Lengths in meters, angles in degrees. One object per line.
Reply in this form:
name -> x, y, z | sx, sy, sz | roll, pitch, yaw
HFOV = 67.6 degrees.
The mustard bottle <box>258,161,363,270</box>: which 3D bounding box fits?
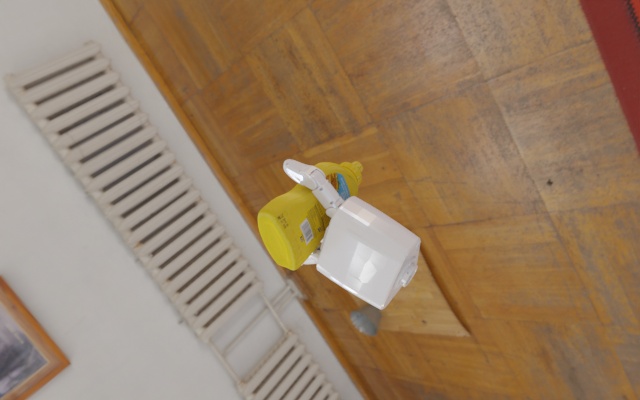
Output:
mustard bottle -> 0.000, 0.002, 0.665 | 0.058, 0.096, 0.191 | 13, 43, 40
